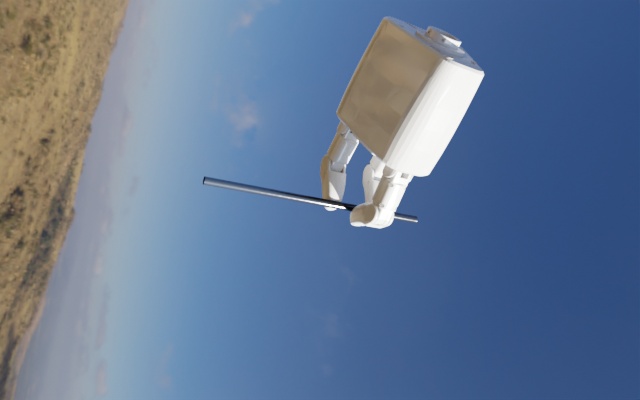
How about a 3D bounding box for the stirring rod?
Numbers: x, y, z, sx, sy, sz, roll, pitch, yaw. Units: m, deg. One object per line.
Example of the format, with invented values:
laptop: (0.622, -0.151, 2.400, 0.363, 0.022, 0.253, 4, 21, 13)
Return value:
stirring rod: (0.000, 0.002, 0.489, 0.239, 0.011, 0.011, 11, -5, -25)
